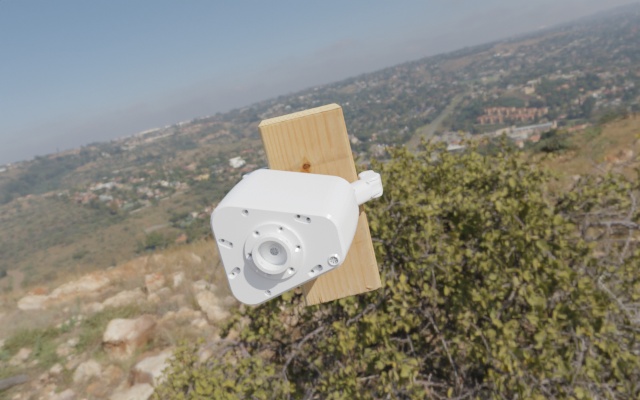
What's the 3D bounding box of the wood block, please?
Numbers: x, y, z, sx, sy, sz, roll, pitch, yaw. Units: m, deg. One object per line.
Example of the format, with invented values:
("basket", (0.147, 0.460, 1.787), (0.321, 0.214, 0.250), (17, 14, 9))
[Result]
("wood block", (0.000, 0.002, 0.551), (0.091, 0.206, 0.090), (-14, 14, 0))
